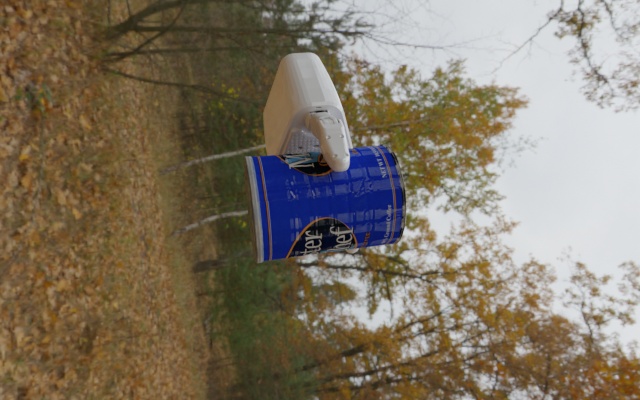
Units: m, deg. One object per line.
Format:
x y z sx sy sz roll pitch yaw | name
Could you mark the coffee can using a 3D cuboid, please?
0.000 0.002 0.471 0.140 0.103 0.103 -6 1 -11 | coffee can
